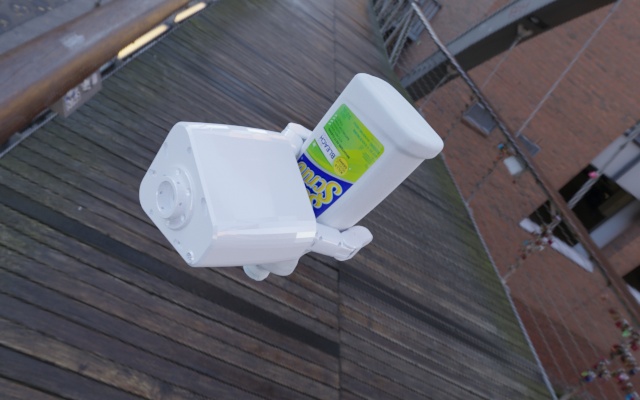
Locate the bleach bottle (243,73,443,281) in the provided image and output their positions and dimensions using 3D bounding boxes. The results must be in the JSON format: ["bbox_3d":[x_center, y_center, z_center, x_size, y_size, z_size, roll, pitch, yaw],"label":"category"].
[{"bbox_3d":[0.000,0.001,0.481,0.068,0.102,0.251,0,-42,-50],"label":"bleach bottle"}]
